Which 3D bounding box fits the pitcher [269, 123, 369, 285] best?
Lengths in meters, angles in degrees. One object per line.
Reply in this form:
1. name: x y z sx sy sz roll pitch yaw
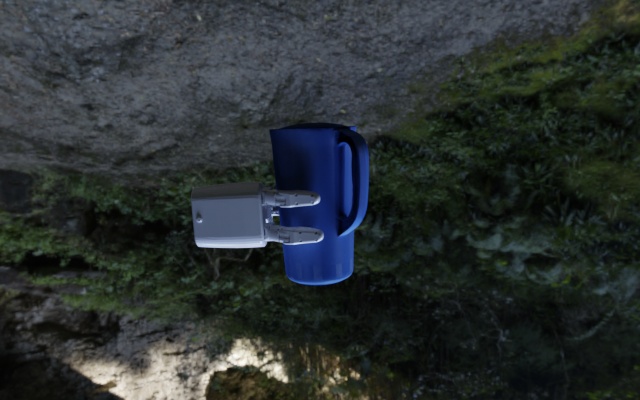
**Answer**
1. pitcher: 0.000 0.002 0.737 0.145 0.243 0.149 -3 8 2
